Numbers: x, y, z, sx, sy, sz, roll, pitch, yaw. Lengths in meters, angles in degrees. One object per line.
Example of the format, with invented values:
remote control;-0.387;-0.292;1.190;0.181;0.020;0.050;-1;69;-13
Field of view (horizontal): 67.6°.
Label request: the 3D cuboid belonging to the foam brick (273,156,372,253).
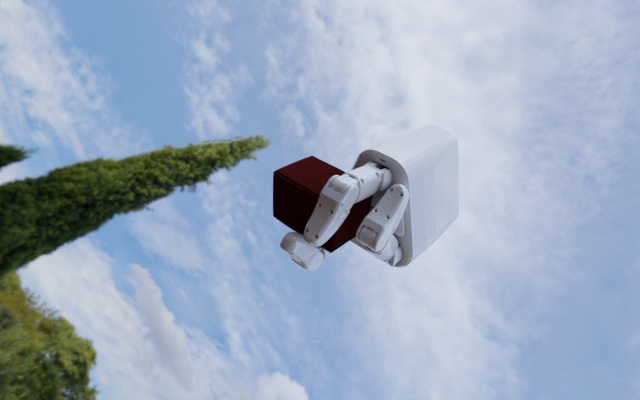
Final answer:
foam brick;0.000;0.001;0.444;0.078;0.053;0.051;30;41;30
